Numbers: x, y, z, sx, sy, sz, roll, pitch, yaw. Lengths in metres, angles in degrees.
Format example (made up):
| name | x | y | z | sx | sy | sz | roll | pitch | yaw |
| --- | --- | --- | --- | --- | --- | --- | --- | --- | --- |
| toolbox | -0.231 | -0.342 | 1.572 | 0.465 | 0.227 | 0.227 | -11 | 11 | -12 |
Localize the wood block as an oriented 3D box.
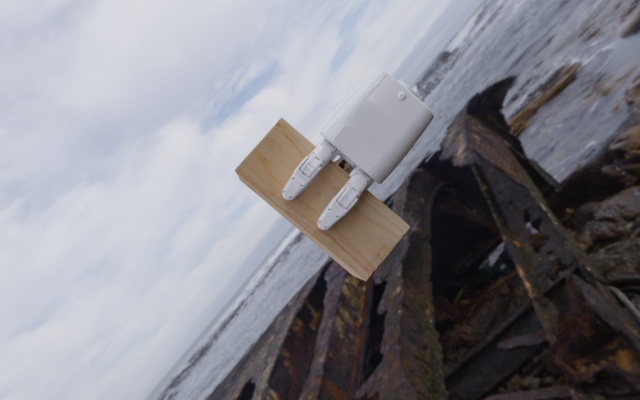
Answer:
| name | x | y | z | sx | sy | sz | roll | pitch | yaw |
| --- | --- | --- | --- | --- | --- | --- | --- | --- | --- |
| wood block | 0.000 | 0.002 | 0.617 | 0.206 | 0.090 | 0.091 | 40 | -7 | -1 |
